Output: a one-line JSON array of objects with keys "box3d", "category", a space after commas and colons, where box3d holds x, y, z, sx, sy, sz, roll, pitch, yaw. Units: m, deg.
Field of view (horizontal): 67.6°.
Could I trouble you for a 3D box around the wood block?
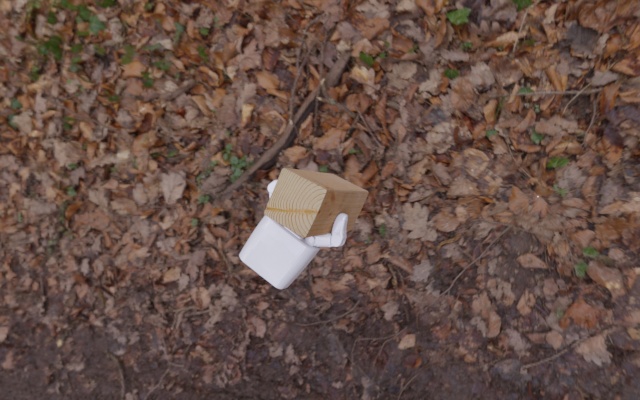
[{"box3d": [0.000, 0.003, 0.871, 0.091, 0.090, 0.206, 29, 12, 22], "category": "wood block"}]
